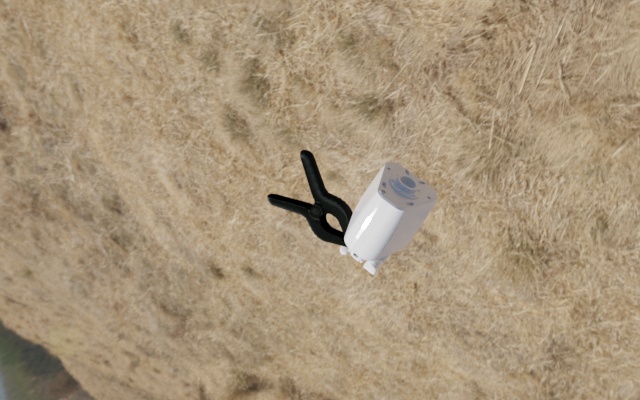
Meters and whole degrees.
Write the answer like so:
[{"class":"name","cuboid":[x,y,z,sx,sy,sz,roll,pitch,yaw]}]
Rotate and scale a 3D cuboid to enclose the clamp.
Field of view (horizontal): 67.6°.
[{"class":"clamp","cuboid":[0.000,0.003,0.774,0.171,0.120,0.039,36,35,10]}]
